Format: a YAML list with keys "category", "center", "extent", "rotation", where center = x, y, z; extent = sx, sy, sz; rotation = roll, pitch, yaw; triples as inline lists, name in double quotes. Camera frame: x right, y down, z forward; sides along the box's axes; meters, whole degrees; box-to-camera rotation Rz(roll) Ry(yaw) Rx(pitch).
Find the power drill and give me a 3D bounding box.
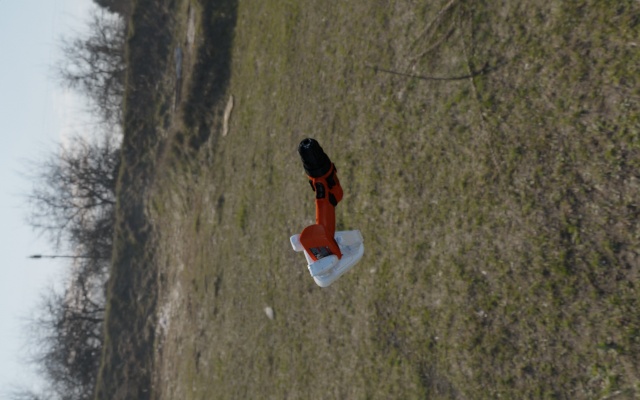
- category: "power drill"
  center: [0.000, 0.003, 0.869]
  extent: [0.057, 0.187, 0.184]
  rotation: [-8, -34, 17]
